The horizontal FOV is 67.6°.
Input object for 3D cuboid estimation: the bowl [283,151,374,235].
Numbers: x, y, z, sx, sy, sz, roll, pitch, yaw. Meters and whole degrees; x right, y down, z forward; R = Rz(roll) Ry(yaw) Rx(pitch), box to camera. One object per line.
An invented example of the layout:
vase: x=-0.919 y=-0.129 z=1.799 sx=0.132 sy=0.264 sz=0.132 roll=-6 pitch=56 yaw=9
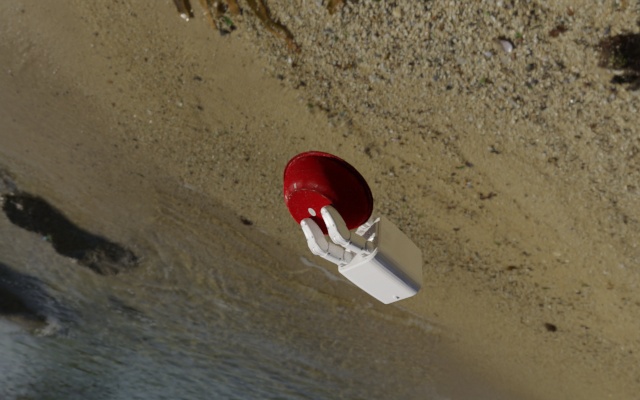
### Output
bowl: x=-0.001 y=0.002 z=0.762 sx=0.162 sy=0.162 sz=0.055 roll=0 pitch=37 yaw=33
